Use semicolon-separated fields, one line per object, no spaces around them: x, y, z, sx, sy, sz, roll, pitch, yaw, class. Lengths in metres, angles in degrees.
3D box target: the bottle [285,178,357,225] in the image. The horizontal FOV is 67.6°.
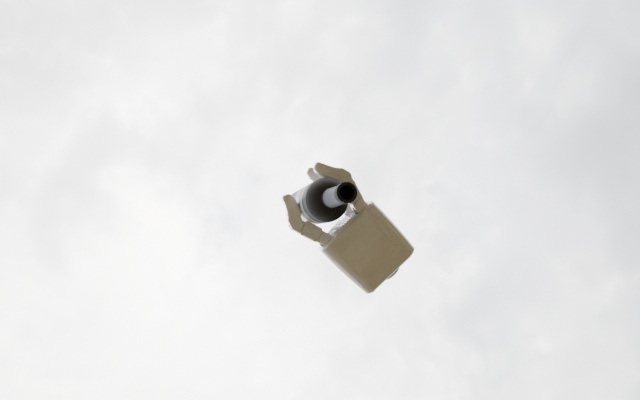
0.000;0.002;0.742;0.069;0.069;0.296;0;-5;-13;bottle
